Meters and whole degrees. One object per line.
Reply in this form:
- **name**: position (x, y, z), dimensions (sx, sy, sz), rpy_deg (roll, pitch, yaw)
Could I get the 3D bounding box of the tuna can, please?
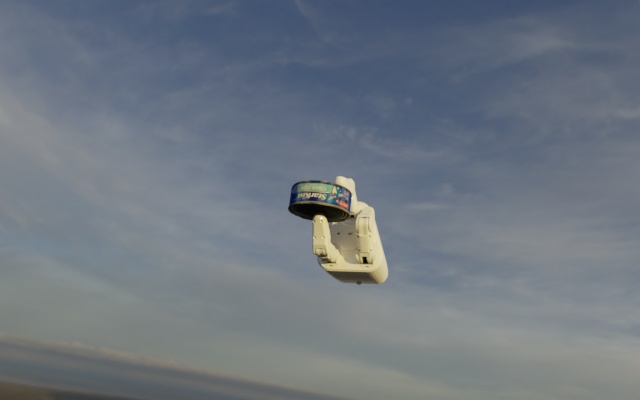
- **tuna can**: position (0.000, 0.002, 0.654), dimensions (0.086, 0.033, 0.086), rpy_deg (7, -18, 2)
